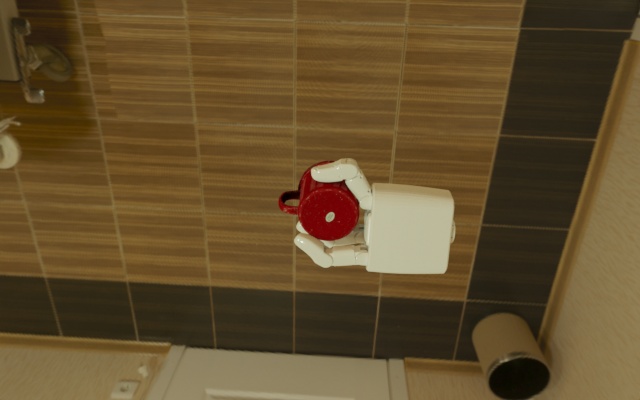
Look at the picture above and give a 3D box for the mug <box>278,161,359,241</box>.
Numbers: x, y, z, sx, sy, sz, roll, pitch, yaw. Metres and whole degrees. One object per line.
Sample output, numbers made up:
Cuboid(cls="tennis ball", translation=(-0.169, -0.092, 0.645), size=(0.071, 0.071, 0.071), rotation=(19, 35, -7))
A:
Cuboid(cls="mug", translation=(-0.001, 0.002, 0.658), size=(0.117, 0.093, 0.081), rotation=(2, 26, 1))
